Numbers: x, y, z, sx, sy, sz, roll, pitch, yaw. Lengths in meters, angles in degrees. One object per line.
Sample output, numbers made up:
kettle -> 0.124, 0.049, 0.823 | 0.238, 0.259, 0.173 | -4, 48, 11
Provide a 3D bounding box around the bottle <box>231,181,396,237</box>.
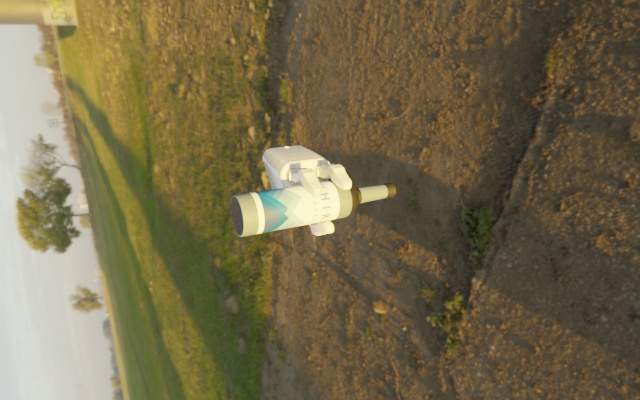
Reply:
bottle -> 0.000, 0.003, 0.811 | 0.295, 0.069, 0.069 | -10, 4, -25
